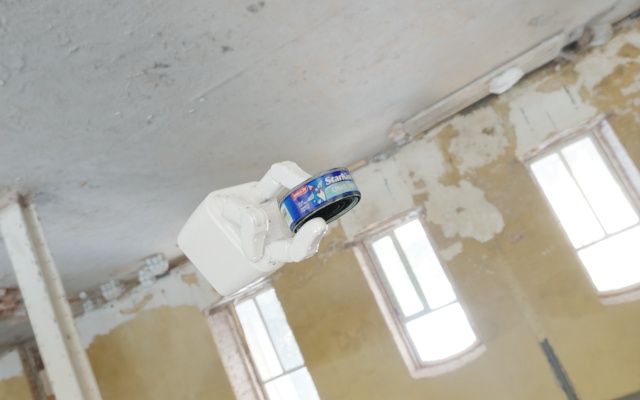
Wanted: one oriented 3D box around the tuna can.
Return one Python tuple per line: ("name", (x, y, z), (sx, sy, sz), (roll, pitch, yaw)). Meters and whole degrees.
("tuna can", (0.000, 0.002, 0.511), (0.086, 0.033, 0.086), (-26, -15, -8))
